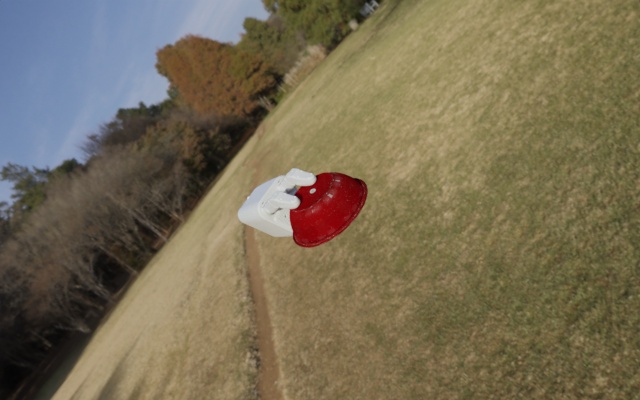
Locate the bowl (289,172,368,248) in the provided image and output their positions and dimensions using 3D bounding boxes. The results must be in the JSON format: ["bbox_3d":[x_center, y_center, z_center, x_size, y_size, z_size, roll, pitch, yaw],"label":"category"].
[{"bbox_3d":[0.001,0.002,0.825,0.162,0.162,0.055,0,-42,52],"label":"bowl"}]
